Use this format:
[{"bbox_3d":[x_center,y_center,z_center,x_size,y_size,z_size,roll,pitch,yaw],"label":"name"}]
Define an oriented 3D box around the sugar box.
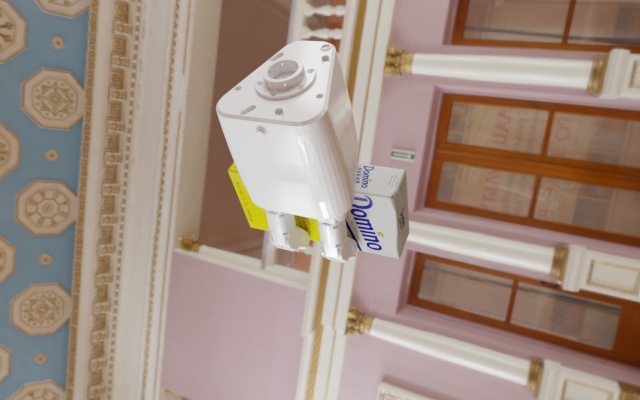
[{"bbox_3d":[0.000,0.002,0.492,0.176,0.048,0.093,12,-40,24],"label":"sugar box"}]
